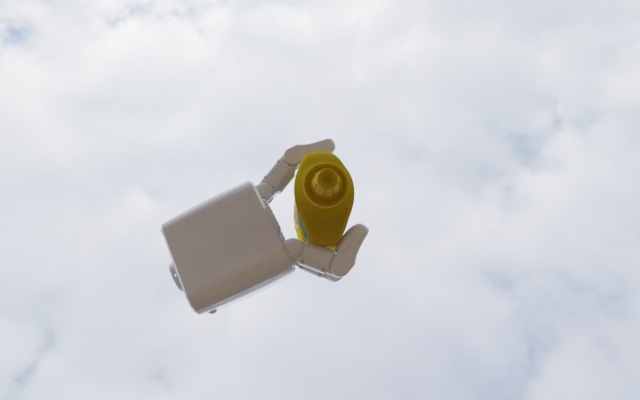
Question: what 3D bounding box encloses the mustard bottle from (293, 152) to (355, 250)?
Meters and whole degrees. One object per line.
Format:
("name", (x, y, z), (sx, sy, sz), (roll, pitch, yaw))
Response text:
("mustard bottle", (0.000, 0.002, 0.500), (0.058, 0.096, 0.192), (-2, -12, -3))
